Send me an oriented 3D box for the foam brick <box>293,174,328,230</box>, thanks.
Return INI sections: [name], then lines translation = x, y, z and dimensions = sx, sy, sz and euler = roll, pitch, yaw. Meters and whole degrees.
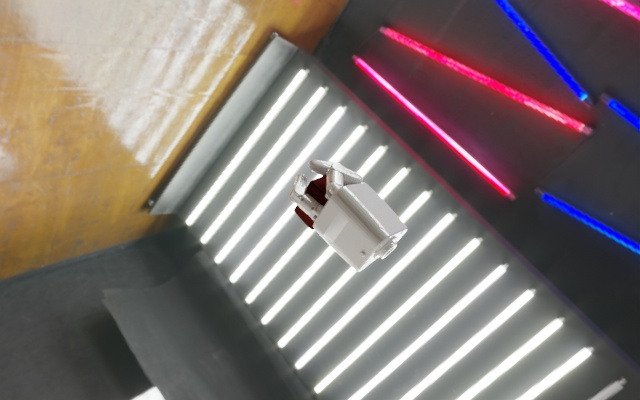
[foam brick]
translation = 0.000, 0.003, 0.812
dimensions = 0.053, 0.051, 0.078
euler = -26, -24, -46
